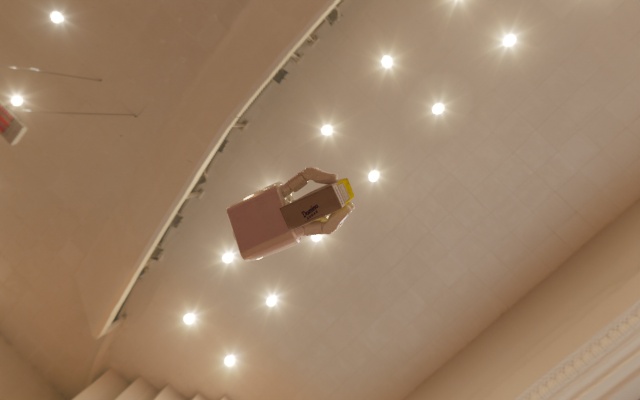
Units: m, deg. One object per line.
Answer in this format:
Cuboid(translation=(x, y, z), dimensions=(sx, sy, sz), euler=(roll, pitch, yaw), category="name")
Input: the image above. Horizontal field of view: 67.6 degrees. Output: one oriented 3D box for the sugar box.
Cuboid(translation=(0.000, 0.003, 0.802), dimensions=(0.093, 0.048, 0.176), euler=(-24, 4, 13), category="sugar box")
